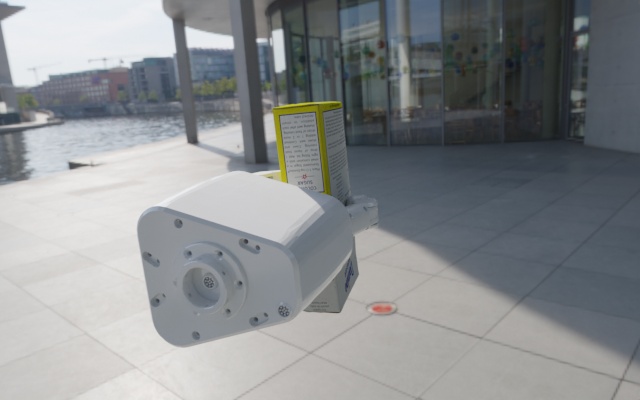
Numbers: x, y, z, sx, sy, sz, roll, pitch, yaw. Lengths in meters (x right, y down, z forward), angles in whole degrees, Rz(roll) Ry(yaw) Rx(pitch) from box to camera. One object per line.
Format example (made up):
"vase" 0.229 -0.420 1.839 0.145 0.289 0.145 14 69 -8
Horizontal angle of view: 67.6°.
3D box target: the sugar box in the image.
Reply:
"sugar box" -0.001 0.001 0.431 0.048 0.176 0.093 -1 12 15
